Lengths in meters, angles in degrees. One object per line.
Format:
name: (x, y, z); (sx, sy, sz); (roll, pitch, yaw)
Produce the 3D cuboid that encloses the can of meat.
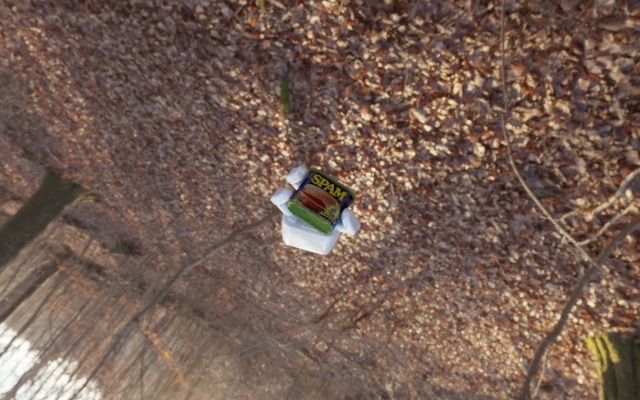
can of meat: (0.000, 0.003, 0.874); (0.102, 0.084, 0.057); (33, -26, 5)
